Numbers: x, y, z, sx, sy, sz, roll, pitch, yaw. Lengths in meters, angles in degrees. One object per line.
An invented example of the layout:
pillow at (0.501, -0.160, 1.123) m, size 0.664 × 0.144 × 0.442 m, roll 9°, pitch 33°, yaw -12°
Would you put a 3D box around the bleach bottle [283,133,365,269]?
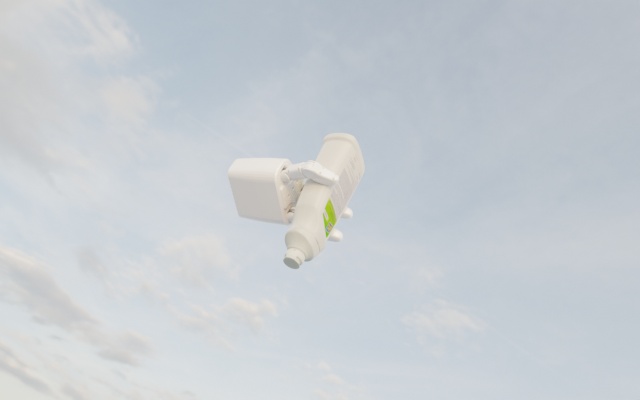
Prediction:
bleach bottle at (0.000, 0.003, 0.799) m, size 0.068 × 0.103 × 0.250 m, roll 4°, pitch 46°, yaw 29°
